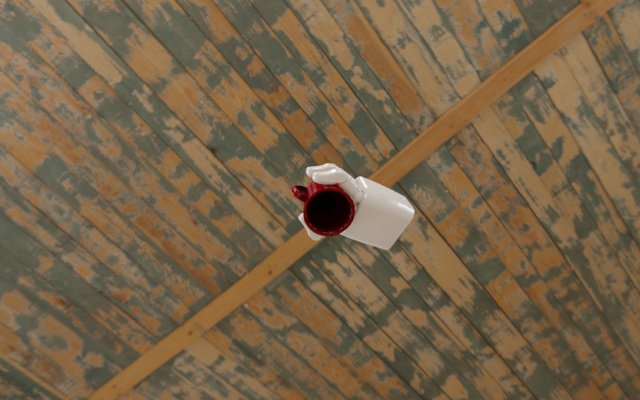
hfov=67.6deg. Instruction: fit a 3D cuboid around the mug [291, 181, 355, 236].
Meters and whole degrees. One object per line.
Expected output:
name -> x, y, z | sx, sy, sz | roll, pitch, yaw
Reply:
mug -> -0.001, 0.002, 0.874 | 0.117, 0.093, 0.081 | 22, 16, -15
